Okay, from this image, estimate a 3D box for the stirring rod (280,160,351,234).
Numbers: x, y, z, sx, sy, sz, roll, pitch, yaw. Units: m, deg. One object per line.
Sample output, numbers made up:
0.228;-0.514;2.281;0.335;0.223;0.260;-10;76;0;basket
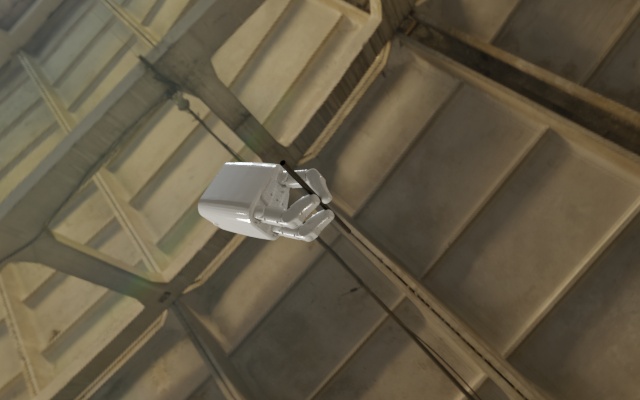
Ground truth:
0.000;0.002;0.697;0.011;0.011;0.240;0;-24;26;stirring rod
